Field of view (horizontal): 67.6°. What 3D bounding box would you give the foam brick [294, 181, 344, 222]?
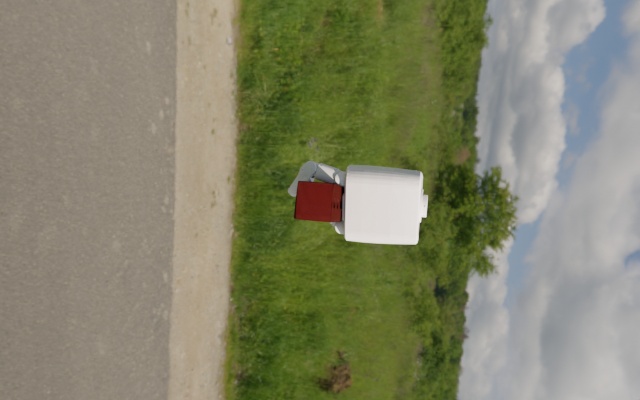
[{"bbox_3d":[0.000,0.002,0.664,0.051,0.053,0.078,5,0,13],"label":"foam brick"}]
